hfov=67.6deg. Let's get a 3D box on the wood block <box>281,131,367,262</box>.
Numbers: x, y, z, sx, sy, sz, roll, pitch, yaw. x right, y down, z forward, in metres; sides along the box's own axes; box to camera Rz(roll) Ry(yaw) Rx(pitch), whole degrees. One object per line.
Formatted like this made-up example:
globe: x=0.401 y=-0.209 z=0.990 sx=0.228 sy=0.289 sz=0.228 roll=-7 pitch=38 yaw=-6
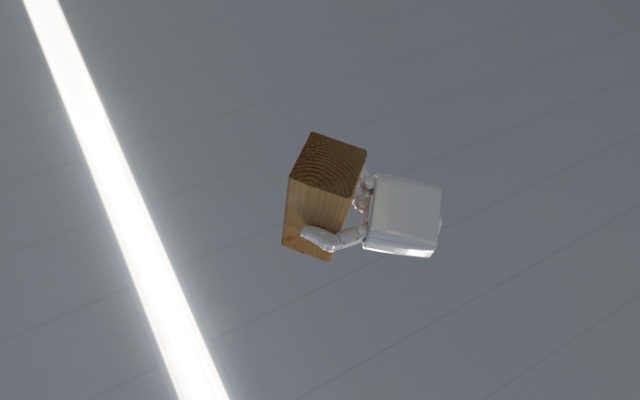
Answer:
wood block: x=0.000 y=0.003 z=0.743 sx=0.090 sy=0.090 sz=0.206 roll=20 pitch=-32 yaw=5
